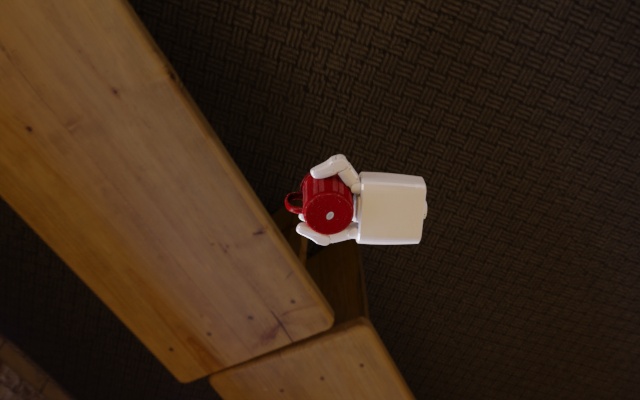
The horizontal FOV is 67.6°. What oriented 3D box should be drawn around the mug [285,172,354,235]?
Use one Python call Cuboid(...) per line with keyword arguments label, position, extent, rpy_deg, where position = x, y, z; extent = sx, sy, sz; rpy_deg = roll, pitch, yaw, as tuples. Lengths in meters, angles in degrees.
Cuboid(label="mug", position=(-0.001, 0.003, 0.784), extent=(0.117, 0.093, 0.081), rpy_deg=(1, 30, -2))
